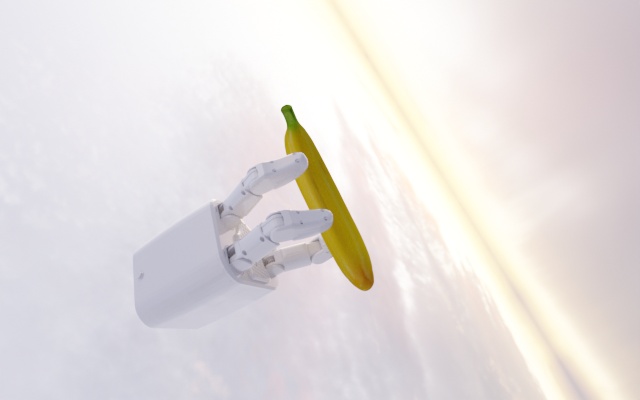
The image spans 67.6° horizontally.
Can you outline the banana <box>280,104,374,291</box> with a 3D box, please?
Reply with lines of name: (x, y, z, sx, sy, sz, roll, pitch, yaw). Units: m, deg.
banana: (0.003, 0.002, 0.479, 0.037, 0.197, 0.069, -28, -15, 7)
